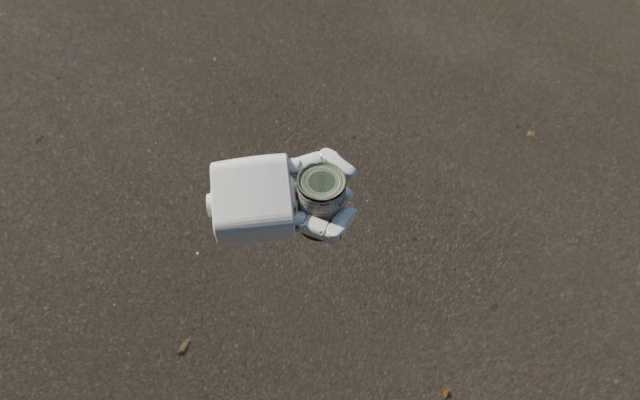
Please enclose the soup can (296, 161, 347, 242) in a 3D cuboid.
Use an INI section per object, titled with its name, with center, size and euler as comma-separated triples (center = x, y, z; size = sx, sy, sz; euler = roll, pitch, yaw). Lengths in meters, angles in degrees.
[soup can]
center = 0.001, 0.002, 0.662
size = 0.068, 0.068, 0.102
euler = 0, -35, -1
